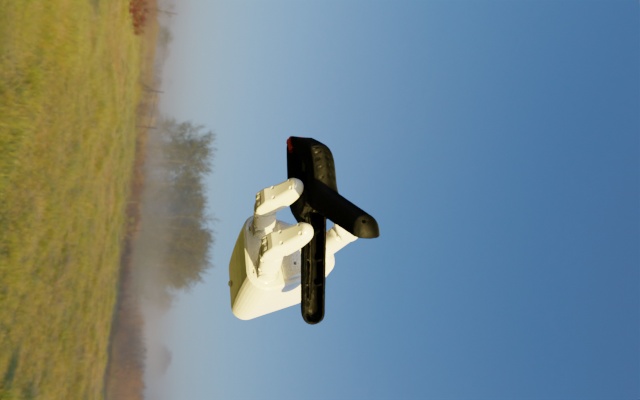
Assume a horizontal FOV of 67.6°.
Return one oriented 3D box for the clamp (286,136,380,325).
[{"bbox_3d":[0.001,0.001,0.499,0.036,0.209,0.165,4,-35,-23],"label":"clamp"}]
